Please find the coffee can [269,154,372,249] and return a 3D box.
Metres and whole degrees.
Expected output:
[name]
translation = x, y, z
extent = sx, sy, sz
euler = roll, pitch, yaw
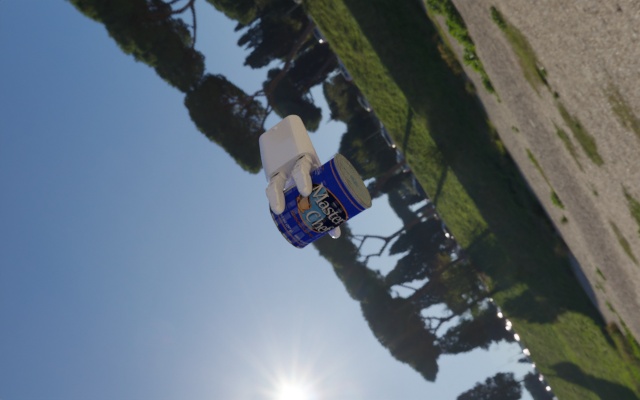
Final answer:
[coffee can]
translation = 0.000, 0.003, 0.798
extent = 0.140, 0.103, 0.103
euler = -32, -11, 17
